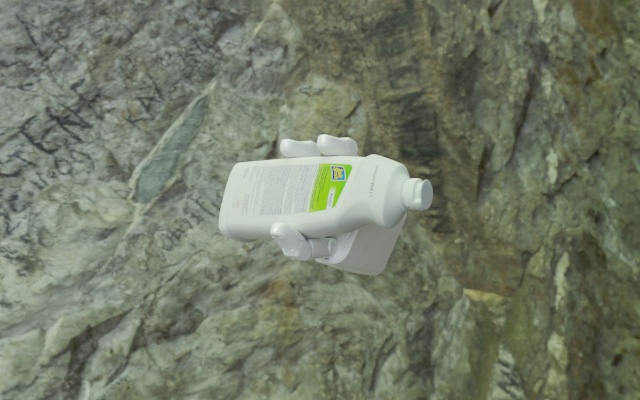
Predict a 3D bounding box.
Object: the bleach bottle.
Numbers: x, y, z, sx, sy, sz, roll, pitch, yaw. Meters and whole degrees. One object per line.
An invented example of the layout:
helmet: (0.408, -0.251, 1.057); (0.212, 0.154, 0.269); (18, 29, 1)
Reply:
bleach bottle: (0.000, 0.002, 0.531); (0.251, 0.102, 0.068); (0, -16, 37)
